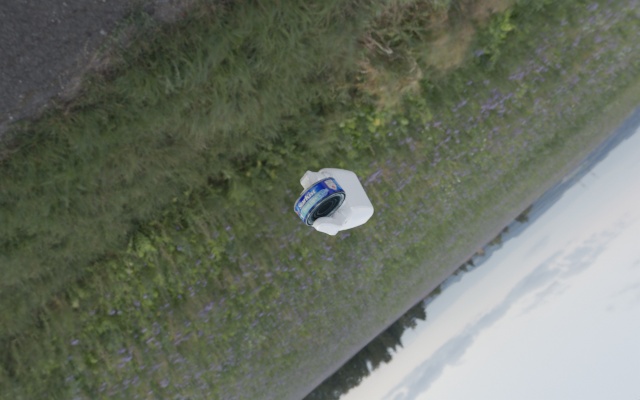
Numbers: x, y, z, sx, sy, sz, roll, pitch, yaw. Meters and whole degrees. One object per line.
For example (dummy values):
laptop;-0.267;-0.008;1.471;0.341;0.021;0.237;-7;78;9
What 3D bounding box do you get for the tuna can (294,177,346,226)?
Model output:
tuna can;0.000;0.003;0.789;0.086;0.033;0.086;-33;-21;-15
